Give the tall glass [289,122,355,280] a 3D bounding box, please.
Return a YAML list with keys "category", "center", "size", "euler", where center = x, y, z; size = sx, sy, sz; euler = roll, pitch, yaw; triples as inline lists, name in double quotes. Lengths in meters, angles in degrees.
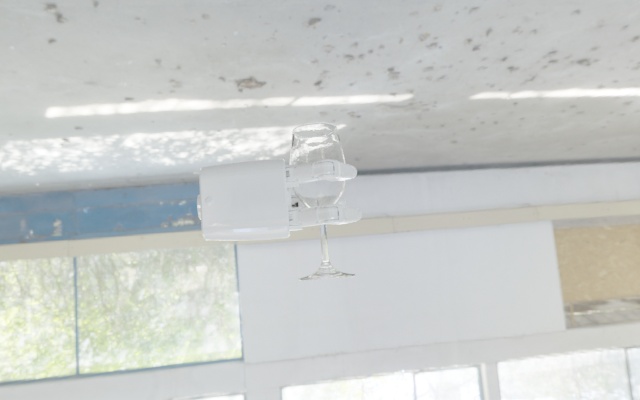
- category: "tall glass"
  center: [0.000, 0.003, 0.632]
  size: [0.079, 0.201, 0.079]
  euler: [-4, -8, -1]
